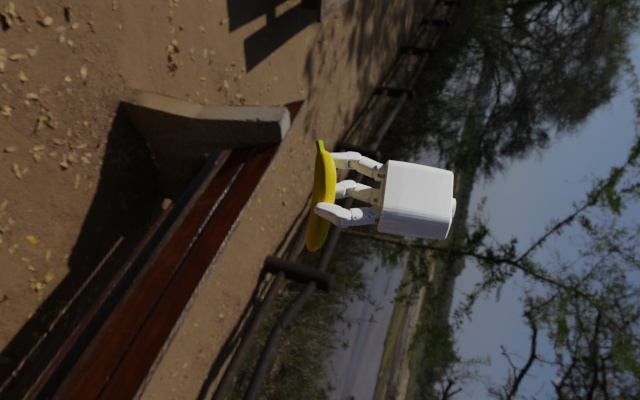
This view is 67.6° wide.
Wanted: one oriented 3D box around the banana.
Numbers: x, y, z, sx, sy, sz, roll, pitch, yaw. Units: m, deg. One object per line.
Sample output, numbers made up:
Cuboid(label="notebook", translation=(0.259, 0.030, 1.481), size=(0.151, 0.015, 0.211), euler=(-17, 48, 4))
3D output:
Cuboid(label="banana", translation=(0.002, 0.006, 0.779), size=(0.037, 0.198, 0.069), euler=(5, 19, -5))
